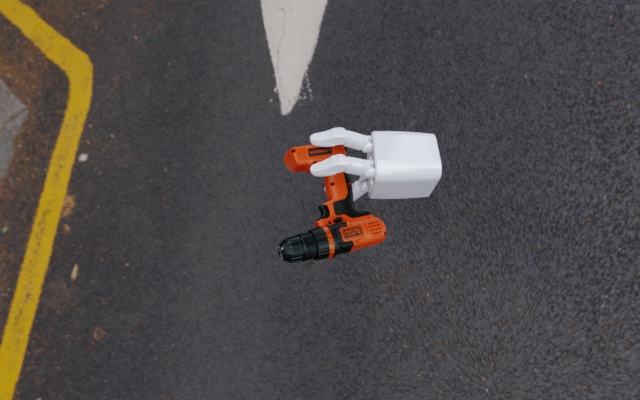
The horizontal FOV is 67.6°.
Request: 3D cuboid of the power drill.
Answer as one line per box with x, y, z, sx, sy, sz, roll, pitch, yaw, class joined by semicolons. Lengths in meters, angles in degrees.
0.000;0.002;0.782;0.184;0.187;0.057;-10;-16;-24;power drill
